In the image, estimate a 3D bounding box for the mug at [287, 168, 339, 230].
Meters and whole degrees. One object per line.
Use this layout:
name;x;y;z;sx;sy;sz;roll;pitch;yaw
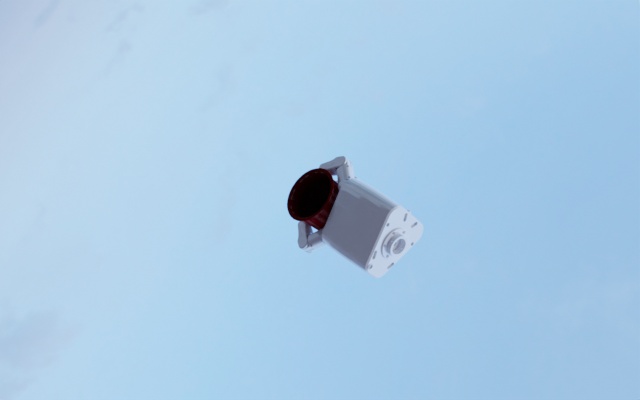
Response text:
mug;-0.001;0.002;0.782;0.081;0.093;0.117;36;-1;-42
